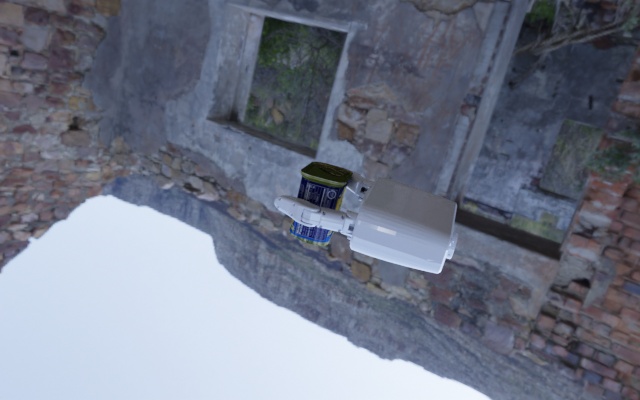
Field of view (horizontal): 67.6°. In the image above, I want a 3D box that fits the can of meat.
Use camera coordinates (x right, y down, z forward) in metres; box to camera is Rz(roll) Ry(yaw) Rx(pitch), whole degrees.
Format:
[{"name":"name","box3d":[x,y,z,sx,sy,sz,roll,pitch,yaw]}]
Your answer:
[{"name":"can of meat","box3d":[0.000,0.002,0.610,0.057,0.084,0.102,16,15,7]}]
